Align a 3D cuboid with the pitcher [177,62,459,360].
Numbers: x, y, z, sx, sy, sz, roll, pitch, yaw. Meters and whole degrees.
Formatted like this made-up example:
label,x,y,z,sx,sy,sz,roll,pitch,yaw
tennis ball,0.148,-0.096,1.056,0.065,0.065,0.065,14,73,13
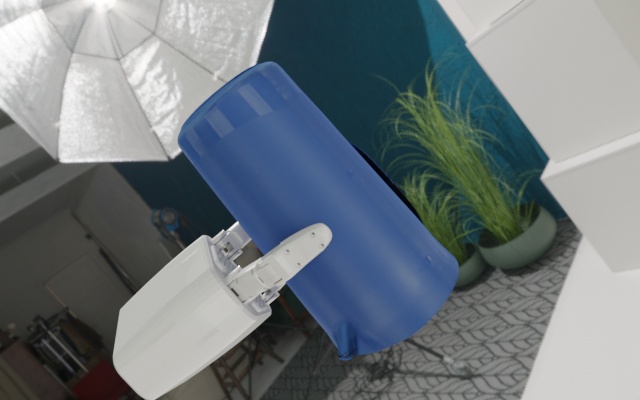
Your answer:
label,x,y,z,sx,sy,sz,roll,pitch,yaw
pitcher,0.000,0.002,0.422,0.145,0.243,0.149,-40,8,-1
